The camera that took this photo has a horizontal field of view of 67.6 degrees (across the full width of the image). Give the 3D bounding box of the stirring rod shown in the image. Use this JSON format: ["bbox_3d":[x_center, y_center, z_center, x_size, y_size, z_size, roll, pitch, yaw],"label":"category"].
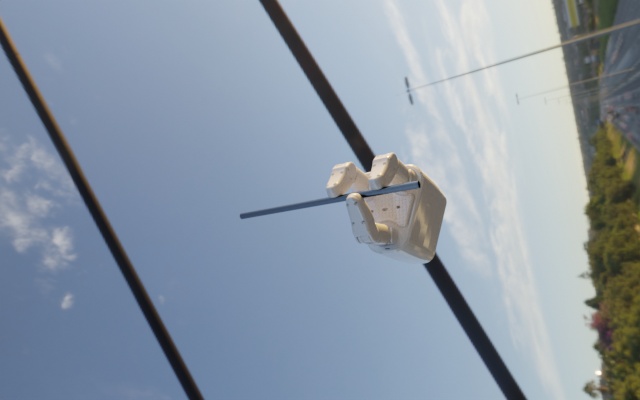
[{"bbox_3d":[0.000,0.002,0.554,0.239,0.011,0.011,-10,-5,31],"label":"stirring rod"}]
